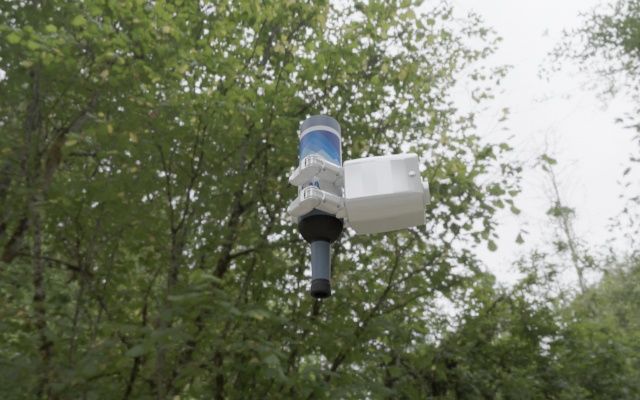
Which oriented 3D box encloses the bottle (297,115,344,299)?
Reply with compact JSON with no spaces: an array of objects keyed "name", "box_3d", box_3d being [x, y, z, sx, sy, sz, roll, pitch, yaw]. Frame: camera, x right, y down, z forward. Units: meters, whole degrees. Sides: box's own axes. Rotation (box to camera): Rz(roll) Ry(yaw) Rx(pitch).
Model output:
[{"name":"bottle","box_3d":[0.000,0.002,0.703,0.069,0.295,0.069,0,-35,0]}]
